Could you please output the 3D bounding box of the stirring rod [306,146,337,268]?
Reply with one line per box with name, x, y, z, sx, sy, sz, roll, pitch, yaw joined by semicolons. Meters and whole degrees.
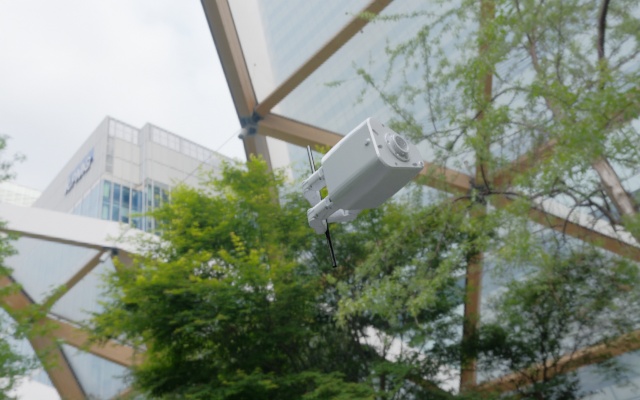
stirring rod;0.000;0.003;0.797;0.011;0.239;0.011;-9;-33;-6
